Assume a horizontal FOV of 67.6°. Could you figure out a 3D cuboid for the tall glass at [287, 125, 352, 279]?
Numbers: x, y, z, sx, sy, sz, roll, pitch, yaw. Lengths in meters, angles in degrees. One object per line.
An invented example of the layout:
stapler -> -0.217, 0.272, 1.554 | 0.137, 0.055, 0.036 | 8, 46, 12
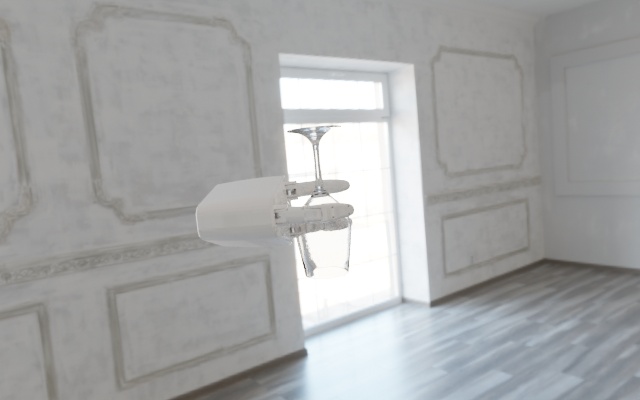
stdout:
tall glass -> 0.000, 0.001, 0.650 | 0.079, 0.201, 0.079 | -5, 5, 0
